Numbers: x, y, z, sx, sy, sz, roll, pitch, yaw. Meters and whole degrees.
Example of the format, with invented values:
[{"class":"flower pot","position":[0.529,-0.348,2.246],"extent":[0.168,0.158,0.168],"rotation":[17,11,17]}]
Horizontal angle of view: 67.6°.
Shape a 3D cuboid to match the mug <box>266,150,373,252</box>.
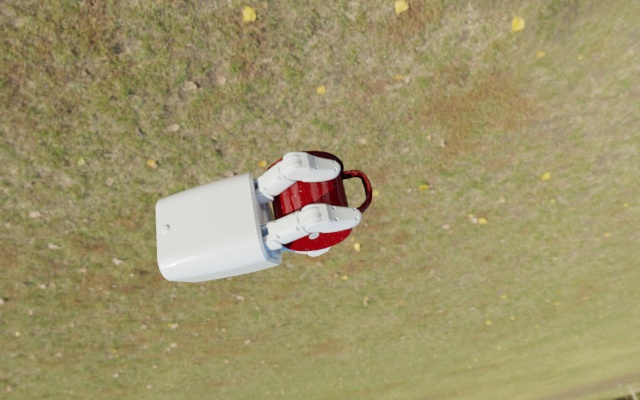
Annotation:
[{"class":"mug","position":[0.002,0.002,0.526],"extent":[0.117,0.081,0.093],"rotation":[-14,-29,3]}]
